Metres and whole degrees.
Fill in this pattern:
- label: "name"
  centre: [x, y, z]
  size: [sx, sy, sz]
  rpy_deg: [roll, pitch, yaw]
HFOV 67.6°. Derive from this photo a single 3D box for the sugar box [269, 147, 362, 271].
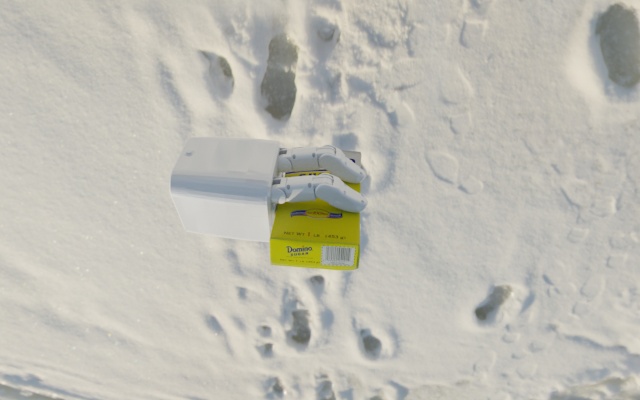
- label: "sugar box"
  centre: [0.000, 0.001, 0.550]
  size: [0.093, 0.048, 0.176]
  rpy_deg: [4, 40, 1]
